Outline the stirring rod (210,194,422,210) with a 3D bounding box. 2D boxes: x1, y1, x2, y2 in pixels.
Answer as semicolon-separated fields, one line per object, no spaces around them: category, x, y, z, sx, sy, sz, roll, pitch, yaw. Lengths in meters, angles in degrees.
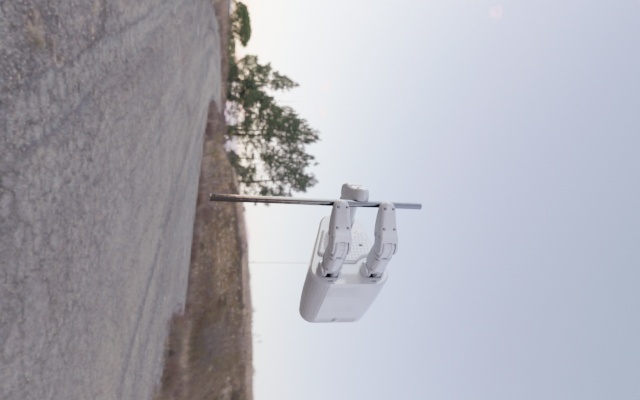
stirring rod;0.000;0.002;0.531;0.239;0.011;0.011;2;-1;-13
